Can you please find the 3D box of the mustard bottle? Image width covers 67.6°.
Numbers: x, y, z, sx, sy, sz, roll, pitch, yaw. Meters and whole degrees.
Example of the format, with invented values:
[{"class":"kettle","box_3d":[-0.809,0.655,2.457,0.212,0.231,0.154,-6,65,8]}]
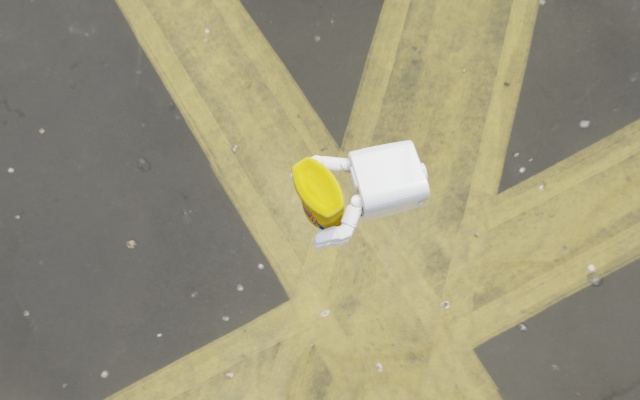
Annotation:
[{"class":"mustard bottle","box_3d":[0.000,0.003,0.762,0.058,0.096,0.192,-35,-13,-6]}]
